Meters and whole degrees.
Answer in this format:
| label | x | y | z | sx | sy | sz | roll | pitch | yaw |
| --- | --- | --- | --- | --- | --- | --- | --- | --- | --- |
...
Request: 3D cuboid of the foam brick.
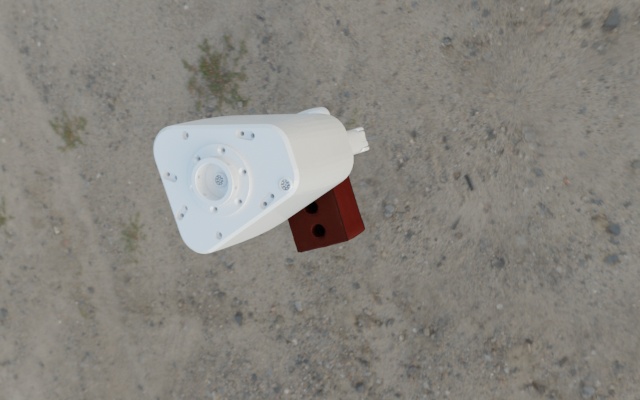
| label | x | y | z | sx | sy | sz | roll | pitch | yaw |
| --- | --- | --- | --- | --- | --- | --- | --- | --- | --- |
| foam brick | 0.000 | 0.002 | 0.437 | 0.053 | 0.078 | 0.051 | -16 | 5 | 23 |
